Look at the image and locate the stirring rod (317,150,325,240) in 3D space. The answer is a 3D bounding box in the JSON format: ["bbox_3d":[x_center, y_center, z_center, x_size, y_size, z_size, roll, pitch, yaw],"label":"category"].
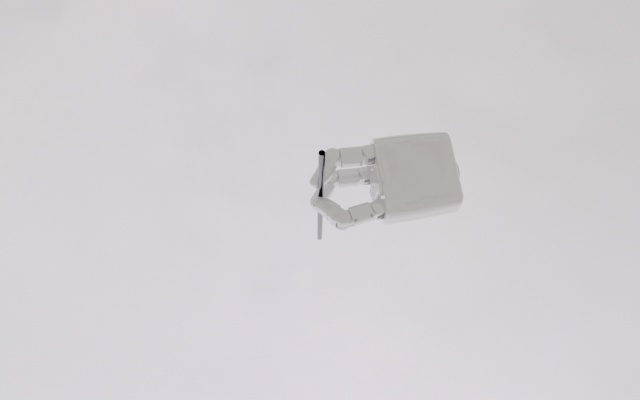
[{"bbox_3d":[0.000,0.002,0.654,0.011,0.011,0.240,0,-28,-1],"label":"stirring rod"}]
